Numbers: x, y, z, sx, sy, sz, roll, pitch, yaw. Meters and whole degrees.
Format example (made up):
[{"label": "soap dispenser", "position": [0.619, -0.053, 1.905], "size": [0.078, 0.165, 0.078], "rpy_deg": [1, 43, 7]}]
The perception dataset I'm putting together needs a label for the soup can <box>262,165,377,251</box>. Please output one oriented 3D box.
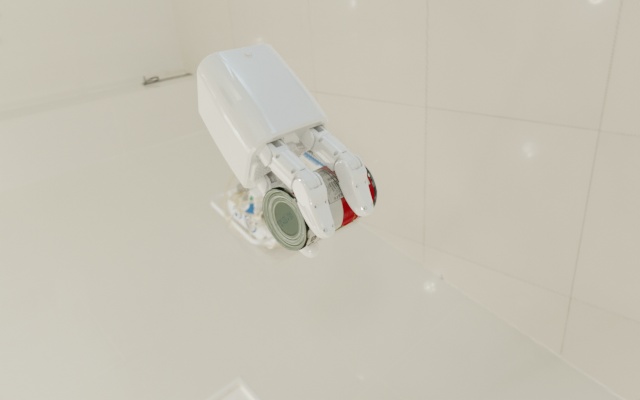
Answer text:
[{"label": "soup can", "position": [0.000, 0.002, 0.490], "size": [0.102, 0.068, 0.068], "rpy_deg": [-26, 17, -38]}]
